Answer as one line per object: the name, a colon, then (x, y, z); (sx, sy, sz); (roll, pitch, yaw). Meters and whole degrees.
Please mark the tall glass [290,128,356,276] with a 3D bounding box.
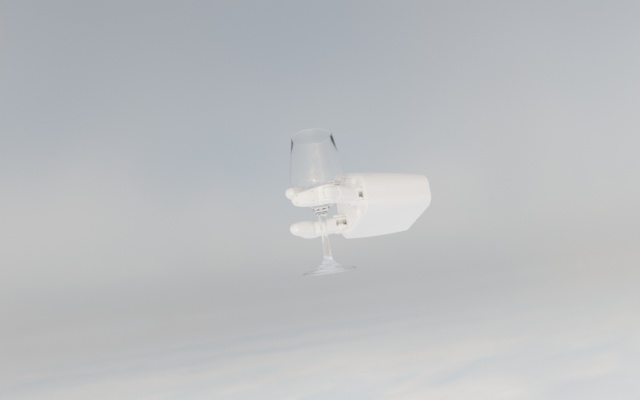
tall glass: (0.000, 0.003, 0.680); (0.079, 0.201, 0.079); (-8, -12, -2)
